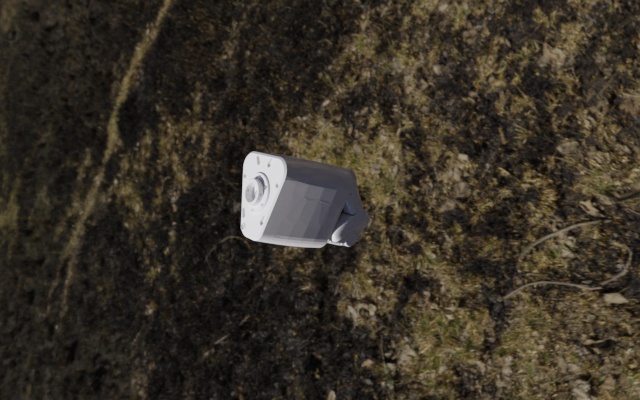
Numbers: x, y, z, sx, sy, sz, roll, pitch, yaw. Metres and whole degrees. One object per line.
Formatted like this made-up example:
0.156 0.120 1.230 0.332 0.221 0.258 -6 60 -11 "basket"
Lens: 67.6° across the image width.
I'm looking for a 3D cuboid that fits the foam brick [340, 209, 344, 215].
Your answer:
0.000 0.002 0.685 0.051 0.053 0.078 7 7 -41 "foam brick"
